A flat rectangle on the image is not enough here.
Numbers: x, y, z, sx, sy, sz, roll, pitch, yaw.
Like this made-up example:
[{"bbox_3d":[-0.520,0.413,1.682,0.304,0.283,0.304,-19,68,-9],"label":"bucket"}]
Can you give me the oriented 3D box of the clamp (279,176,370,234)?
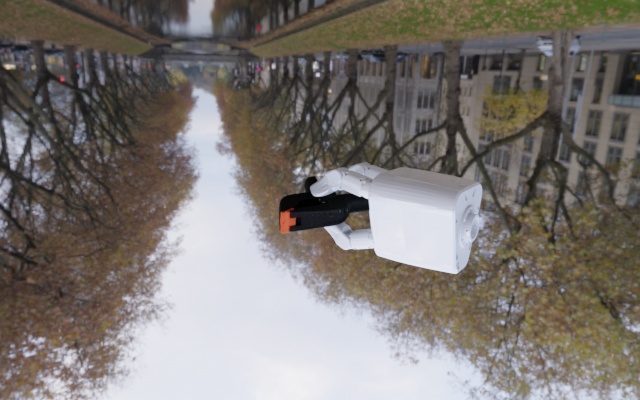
[{"bbox_3d":[0.000,0.003,0.663,0.164,0.036,0.210,12,18,34],"label":"clamp"}]
